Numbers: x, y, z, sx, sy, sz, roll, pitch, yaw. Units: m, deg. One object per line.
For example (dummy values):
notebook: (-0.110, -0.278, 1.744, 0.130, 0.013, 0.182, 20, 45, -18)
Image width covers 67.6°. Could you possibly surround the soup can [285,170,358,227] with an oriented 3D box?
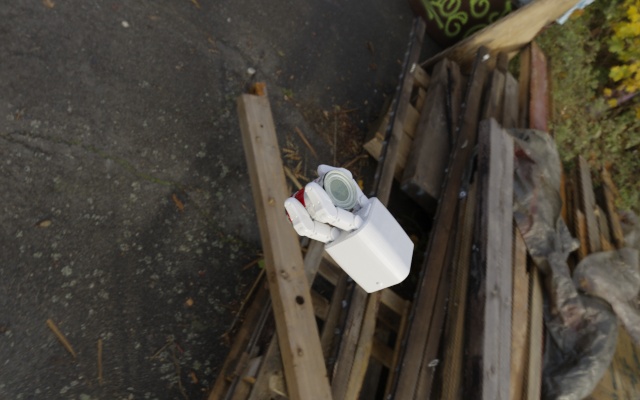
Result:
soup can: (0.000, 0.002, 0.743, 0.068, 0.068, 0.102, 0, -22, -41)
